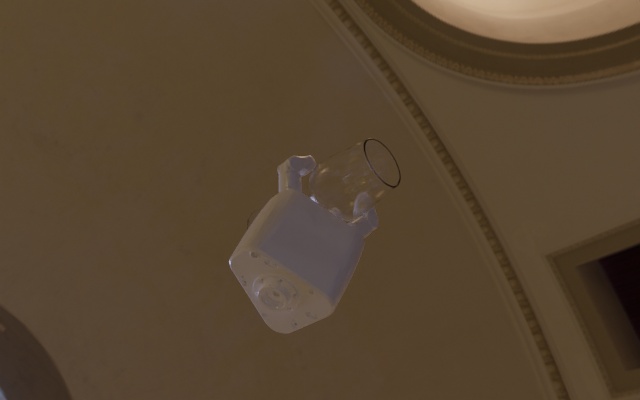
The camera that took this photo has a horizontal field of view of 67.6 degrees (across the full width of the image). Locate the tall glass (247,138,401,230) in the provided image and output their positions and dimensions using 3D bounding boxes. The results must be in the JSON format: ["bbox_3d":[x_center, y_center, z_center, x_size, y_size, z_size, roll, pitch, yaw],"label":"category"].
[{"bbox_3d":[0.000,0.002,0.582,0.201,0.079,0.079,-33,-20,35],"label":"tall glass"}]
